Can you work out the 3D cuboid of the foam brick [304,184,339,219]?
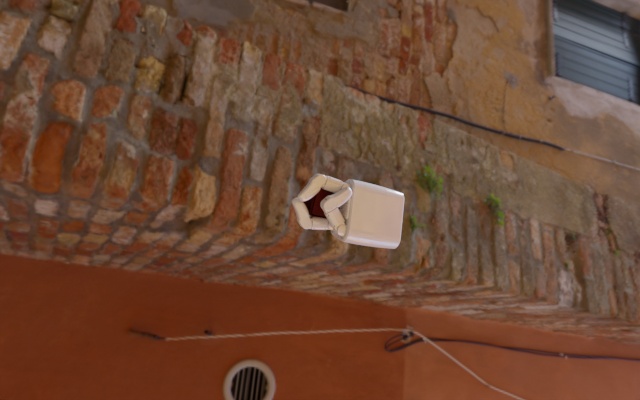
[{"bbox_3d":[0.000,0.003,0.897,0.051,0.053,0.078,11,4,-17],"label":"foam brick"}]
